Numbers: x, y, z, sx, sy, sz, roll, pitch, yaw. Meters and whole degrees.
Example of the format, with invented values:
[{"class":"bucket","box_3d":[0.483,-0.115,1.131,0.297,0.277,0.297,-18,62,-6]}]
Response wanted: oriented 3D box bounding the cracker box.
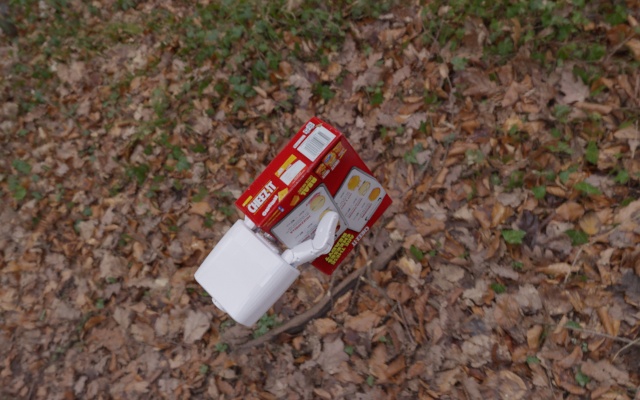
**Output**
[{"class":"cracker box","box_3d":[0.000,0.002,0.707,0.072,0.164,0.214,40,-2,37]}]
